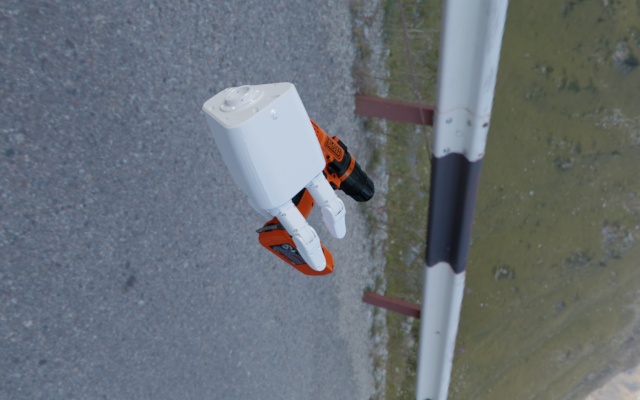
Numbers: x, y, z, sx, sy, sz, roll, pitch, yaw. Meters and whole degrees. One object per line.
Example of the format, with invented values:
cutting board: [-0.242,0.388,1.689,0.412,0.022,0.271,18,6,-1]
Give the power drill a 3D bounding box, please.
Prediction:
power drill: [0.000,0.002,0.644,0.057,0.187,0.184,-16,-42,41]
